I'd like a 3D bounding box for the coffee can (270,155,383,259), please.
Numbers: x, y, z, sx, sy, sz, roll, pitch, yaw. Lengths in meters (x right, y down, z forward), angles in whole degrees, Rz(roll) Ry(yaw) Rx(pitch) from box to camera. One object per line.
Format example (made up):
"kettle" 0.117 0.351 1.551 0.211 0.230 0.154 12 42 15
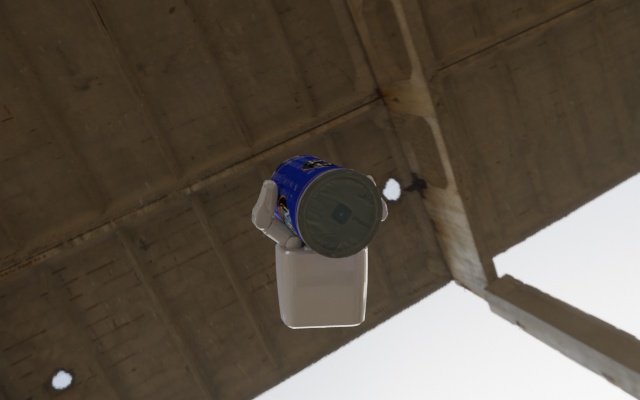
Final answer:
"coffee can" 0.000 0.002 0.592 0.103 0.103 0.140 0 12 -20
